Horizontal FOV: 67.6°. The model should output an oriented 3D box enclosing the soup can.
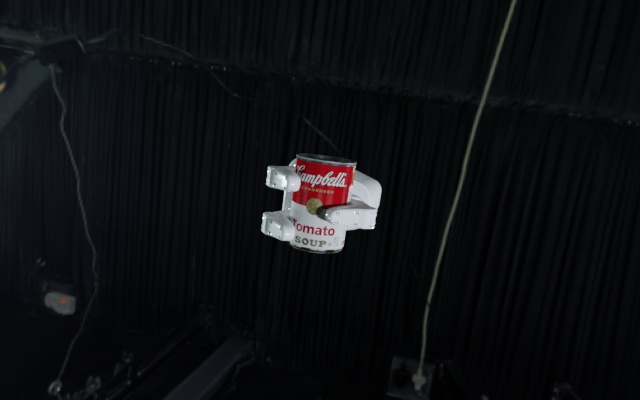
[{"bbox_3d":[0.000,0.002,0.543,0.068,0.102,0.068,8,10,-1],"label":"soup can"}]
